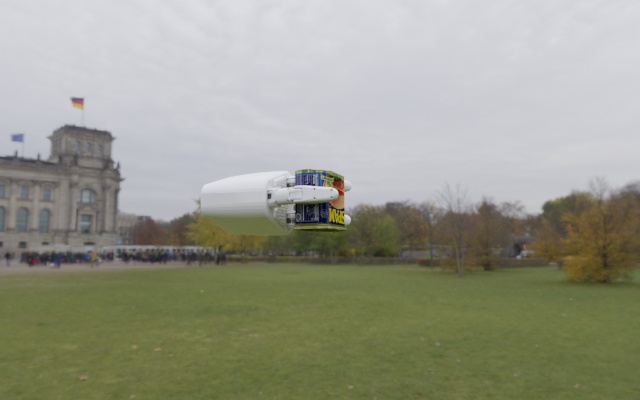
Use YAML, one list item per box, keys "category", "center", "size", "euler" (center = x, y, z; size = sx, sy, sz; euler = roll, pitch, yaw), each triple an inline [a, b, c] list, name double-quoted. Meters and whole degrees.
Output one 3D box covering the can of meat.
- category: "can of meat"
  center: [0.000, 0.002, 0.699]
  size: [0.057, 0.084, 0.102]
  euler: [-3, -7, 21]
